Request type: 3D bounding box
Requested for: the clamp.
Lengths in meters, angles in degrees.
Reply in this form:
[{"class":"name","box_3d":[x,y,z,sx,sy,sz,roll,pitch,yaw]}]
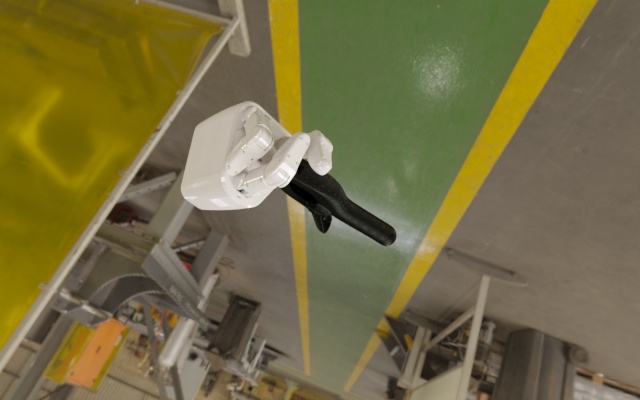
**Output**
[{"class":"clamp","box_3d":[0.000,0.002,0.561,0.120,0.039,0.171,-6,-38,48]}]
